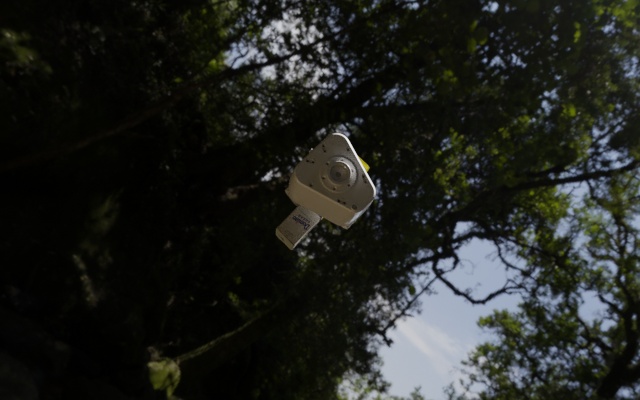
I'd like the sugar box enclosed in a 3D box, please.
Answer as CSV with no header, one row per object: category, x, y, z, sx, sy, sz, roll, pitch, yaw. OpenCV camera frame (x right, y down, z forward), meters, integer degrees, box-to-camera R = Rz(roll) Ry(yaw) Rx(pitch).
sugar box,0.000,0.002,0.791,0.176,0.048,0.093,-43,-4,-12
